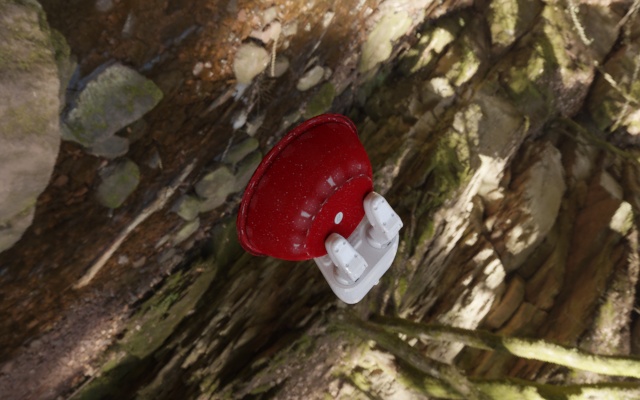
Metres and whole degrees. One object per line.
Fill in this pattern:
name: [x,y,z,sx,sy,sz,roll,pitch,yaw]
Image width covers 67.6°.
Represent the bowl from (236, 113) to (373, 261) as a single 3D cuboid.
bowl: [0.000,0.001,0.452,0.055,0.162,0.162,37,19,28]
